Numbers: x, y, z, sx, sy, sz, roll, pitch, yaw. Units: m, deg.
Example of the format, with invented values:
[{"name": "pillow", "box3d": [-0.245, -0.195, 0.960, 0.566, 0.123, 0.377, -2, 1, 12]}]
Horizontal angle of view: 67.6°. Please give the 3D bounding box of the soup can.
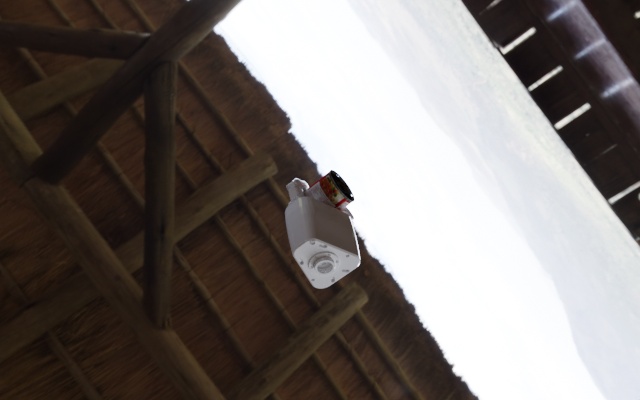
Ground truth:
[{"name": "soup can", "box3d": [0.000, 0.003, 0.843, 0.102, 0.068, 0.068, -37, -13, 17]}]
